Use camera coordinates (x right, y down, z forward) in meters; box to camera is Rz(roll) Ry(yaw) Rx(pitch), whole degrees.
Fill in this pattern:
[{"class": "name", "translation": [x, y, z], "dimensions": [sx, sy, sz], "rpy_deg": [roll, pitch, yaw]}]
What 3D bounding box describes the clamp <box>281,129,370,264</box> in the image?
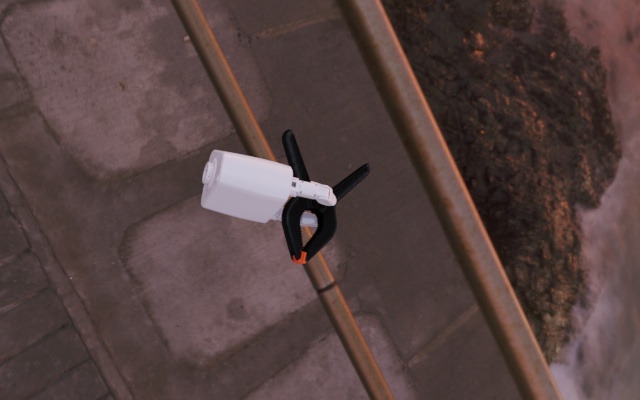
[{"class": "clamp", "translation": [0.000, 0.003, 0.778], "dimensions": [0.164, 0.210, 0.036], "rpy_deg": [13, -14, -22]}]
